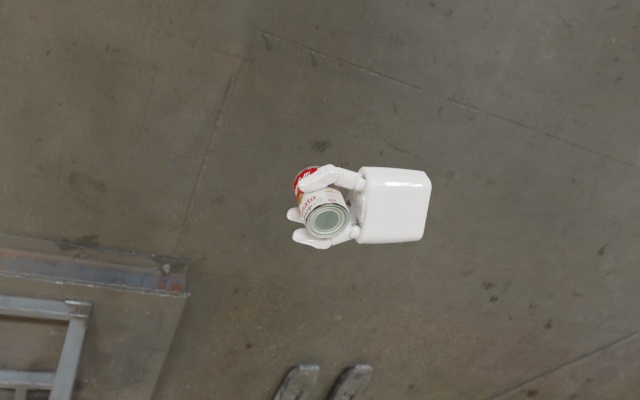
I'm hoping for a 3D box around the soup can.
[{"bbox_3d":[0.000,0.002,0.734,0.068,0.068,0.102,0,36,-15],"label":"soup can"}]
